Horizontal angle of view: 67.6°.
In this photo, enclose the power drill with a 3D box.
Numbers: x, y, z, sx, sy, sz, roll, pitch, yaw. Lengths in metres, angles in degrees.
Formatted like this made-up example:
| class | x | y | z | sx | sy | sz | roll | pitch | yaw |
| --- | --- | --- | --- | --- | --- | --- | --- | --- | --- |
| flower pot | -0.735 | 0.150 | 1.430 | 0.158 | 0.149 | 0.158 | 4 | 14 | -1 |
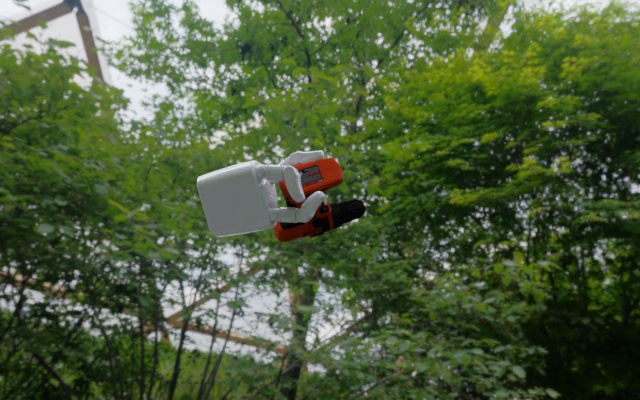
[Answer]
| class | x | y | z | sx | sy | sz | roll | pitch | yaw |
| --- | --- | --- | --- | --- | --- | --- | --- | --- | --- |
| power drill | 0.000 | 0.003 | 0.868 | 0.184 | 0.057 | 0.188 | -18 | -31 | -10 |
